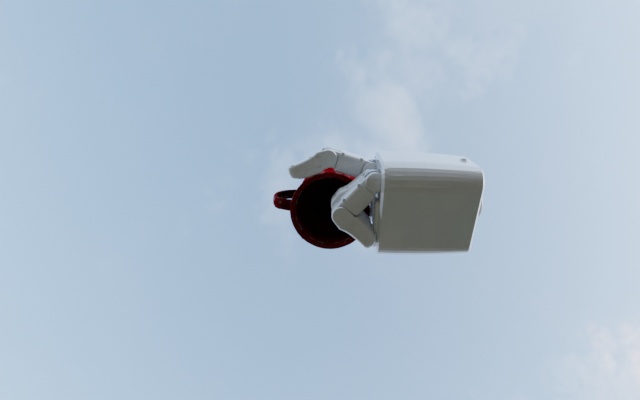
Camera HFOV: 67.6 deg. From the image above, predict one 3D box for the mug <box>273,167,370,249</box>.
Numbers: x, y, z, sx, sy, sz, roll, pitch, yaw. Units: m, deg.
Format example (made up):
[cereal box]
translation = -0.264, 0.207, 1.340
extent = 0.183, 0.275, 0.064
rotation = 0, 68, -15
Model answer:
[mug]
translation = -0.001, 0.002, 0.592
extent = 0.117, 0.093, 0.081
rotation = 2, 16, 1
